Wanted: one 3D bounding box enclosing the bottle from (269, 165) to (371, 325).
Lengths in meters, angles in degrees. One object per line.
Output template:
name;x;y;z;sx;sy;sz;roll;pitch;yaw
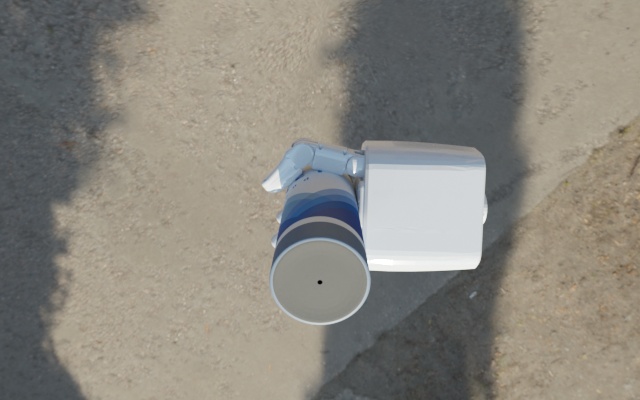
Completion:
bottle;0.000;0.002;0.448;0.069;0.069;0.295;0;21;0
